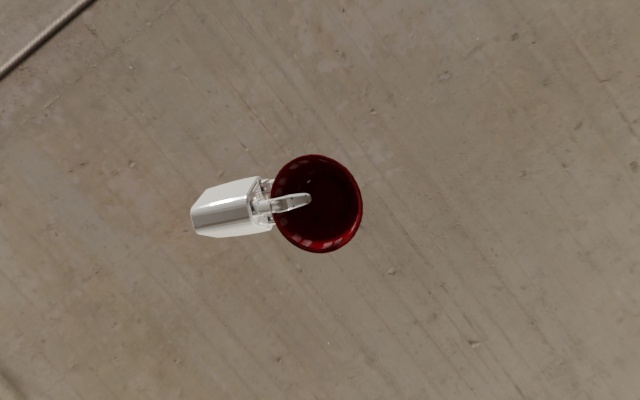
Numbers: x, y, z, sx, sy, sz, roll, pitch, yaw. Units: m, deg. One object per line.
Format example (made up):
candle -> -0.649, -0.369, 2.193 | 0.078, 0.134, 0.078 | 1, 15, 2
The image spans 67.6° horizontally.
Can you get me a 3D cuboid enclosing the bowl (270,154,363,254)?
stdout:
bowl -> 0.002, 0.003, 0.786 | 0.162, 0.162, 0.055 | 0, 10, 23
